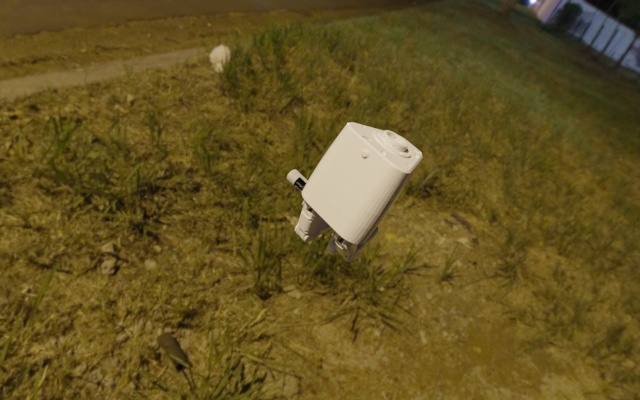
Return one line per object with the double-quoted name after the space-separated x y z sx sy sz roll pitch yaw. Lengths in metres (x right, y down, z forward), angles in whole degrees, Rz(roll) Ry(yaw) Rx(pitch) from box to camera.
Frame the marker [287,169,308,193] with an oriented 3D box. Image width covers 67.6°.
0.000 0.002 0.646 0.121 0.020 0.020 44 19 22 "marker"
